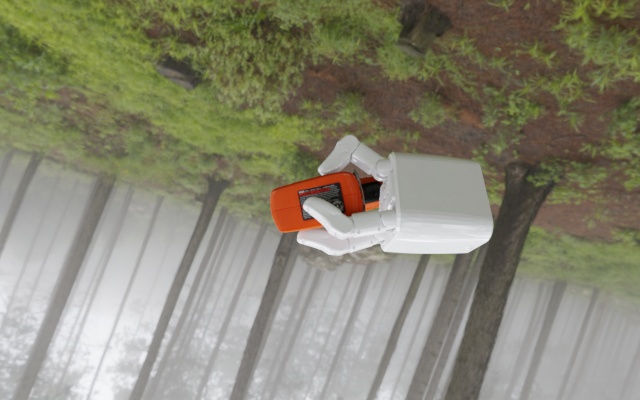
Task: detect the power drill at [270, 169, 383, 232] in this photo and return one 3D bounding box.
[{"bbox_3d":[0.000,0.002,0.623,0.184,0.057,0.187,-14,0,14],"label":"power drill"}]
